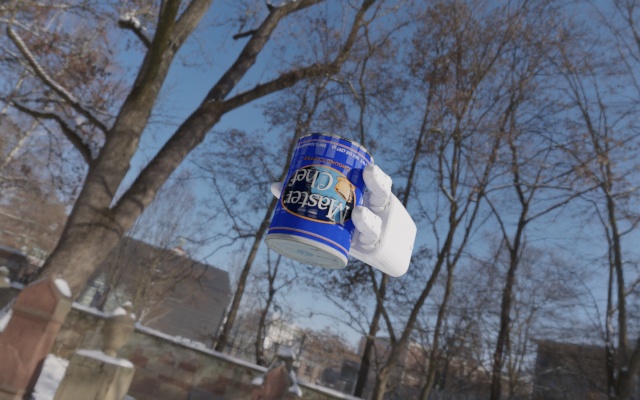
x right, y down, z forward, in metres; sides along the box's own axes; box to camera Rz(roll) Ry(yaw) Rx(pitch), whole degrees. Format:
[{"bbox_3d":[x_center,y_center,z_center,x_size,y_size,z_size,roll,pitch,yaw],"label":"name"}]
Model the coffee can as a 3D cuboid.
[{"bbox_3d":[0.000,0.002,0.594,0.103,0.140,0.103,15,-19,5],"label":"coffee can"}]
